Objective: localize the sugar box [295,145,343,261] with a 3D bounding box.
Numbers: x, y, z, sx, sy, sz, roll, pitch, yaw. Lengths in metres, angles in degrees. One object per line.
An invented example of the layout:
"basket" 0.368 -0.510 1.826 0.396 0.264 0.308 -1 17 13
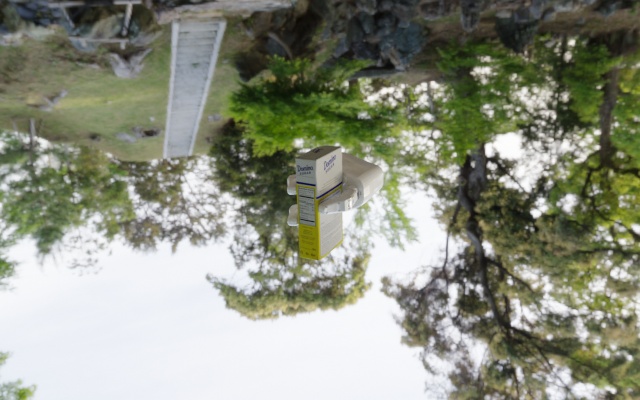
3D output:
"sugar box" 0.000 0.003 0.801 0.048 0.176 0.093 7 21 28
